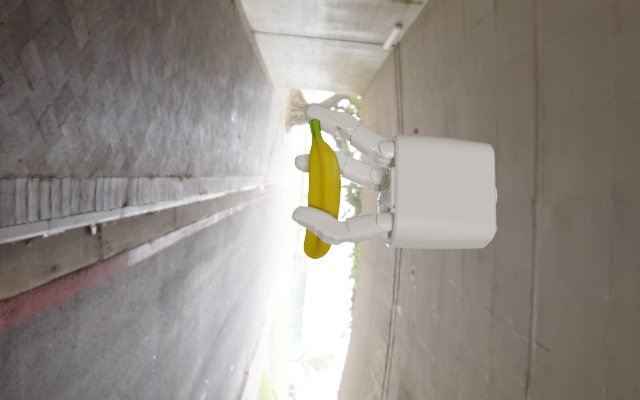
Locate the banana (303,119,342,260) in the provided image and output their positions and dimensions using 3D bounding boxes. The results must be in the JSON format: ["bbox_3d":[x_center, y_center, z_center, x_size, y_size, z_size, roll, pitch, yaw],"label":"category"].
[{"bbox_3d":[0.001,0.011,0.538,0.037,0.198,0.069,1,39,-4],"label":"banana"}]
